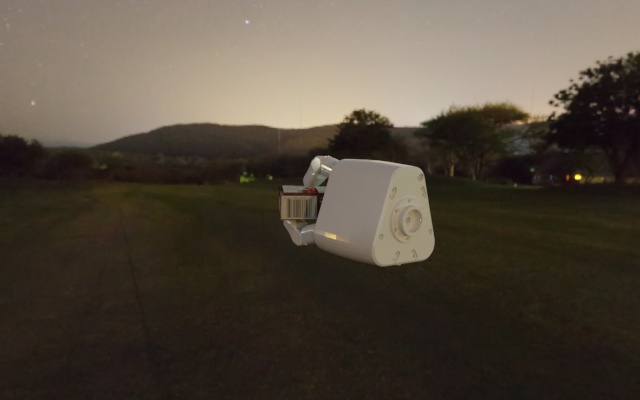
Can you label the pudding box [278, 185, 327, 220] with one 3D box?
[{"bbox_3d":[0.000,0.002,0.648,0.113,0.039,0.090,2,7,-6],"label":"pudding box"}]
